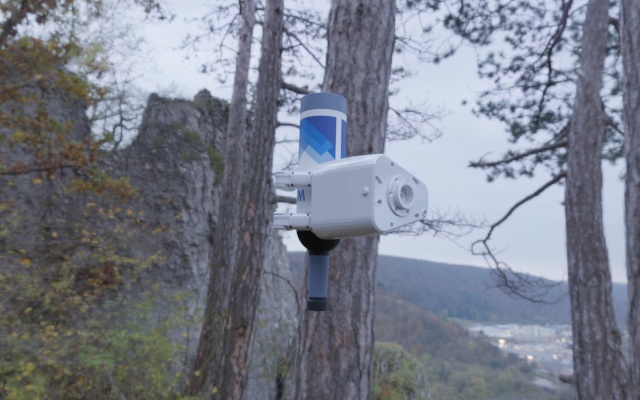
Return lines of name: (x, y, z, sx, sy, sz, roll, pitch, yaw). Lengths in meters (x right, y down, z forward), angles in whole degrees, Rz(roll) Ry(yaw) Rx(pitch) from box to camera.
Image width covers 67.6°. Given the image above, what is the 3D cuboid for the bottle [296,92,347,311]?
bottle: (0.000, 0.002, 0.664, 0.069, 0.295, 0.069, 2, -8, 0)
